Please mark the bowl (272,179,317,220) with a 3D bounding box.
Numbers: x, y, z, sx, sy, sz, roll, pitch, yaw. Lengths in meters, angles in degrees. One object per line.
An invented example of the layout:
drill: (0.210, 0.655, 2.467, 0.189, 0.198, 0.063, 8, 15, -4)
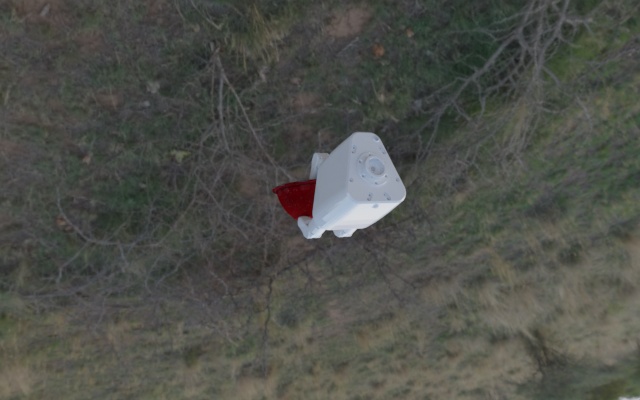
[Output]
bowl: (0.000, 0.003, 0.815, 0.162, 0.055, 0.162, -4, -7, -1)
